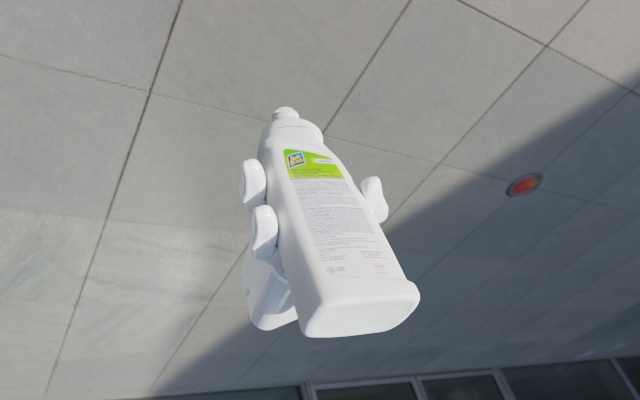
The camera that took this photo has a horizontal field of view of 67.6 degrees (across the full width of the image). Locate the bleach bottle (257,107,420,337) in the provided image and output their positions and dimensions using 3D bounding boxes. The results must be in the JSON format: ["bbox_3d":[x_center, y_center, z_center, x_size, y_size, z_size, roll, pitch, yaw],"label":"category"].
[{"bbox_3d":[0.000,0.002,0.460,0.102,0.250,0.068,2,-42,-26],"label":"bleach bottle"}]
